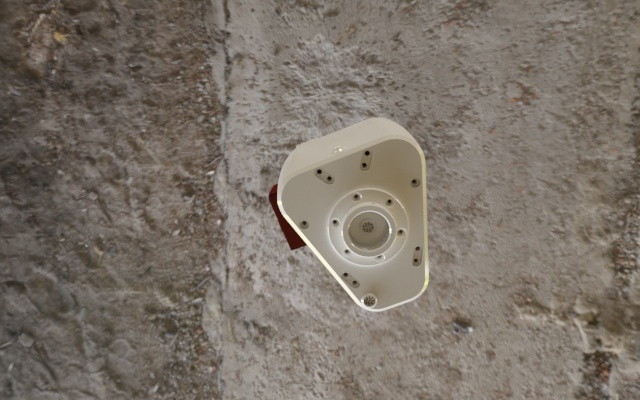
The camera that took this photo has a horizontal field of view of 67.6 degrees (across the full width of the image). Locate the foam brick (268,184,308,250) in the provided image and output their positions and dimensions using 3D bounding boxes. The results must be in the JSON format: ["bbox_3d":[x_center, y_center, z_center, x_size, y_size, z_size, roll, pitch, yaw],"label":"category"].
[{"bbox_3d":[0.000,0.002,0.420,0.078,0.053,0.051,-21,13,6],"label":"foam brick"}]
